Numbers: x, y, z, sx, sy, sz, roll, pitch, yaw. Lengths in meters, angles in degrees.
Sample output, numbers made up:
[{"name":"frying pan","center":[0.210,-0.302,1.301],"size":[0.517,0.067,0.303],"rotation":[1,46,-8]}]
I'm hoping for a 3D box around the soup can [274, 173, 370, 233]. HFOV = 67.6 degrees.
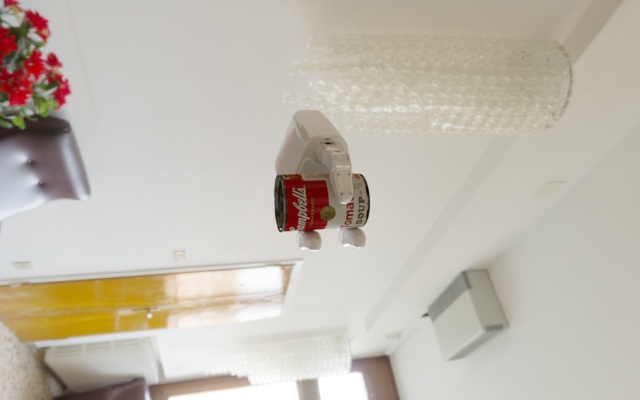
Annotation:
[{"name":"soup can","center":[0.001,0.002,0.566],"size":[0.102,0.068,0.068],"rotation":[-2,0,-15]}]
